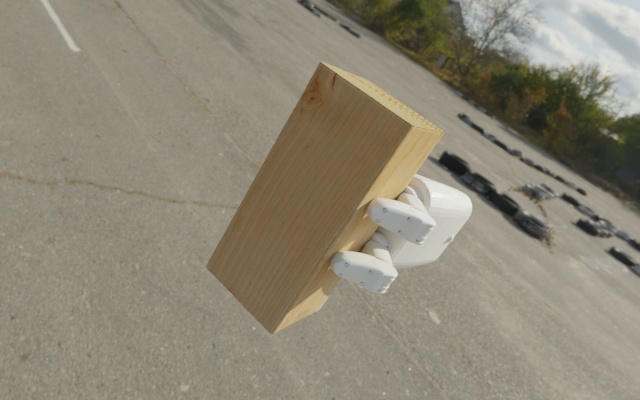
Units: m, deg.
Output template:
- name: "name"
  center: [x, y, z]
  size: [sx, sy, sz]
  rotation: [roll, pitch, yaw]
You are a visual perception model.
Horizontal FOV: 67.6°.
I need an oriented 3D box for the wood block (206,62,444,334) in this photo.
- name: "wood block"
  center: [0.000, 0.001, 0.413]
  size: [0.090, 0.206, 0.090]
  rotation: [40, 22, 21]
